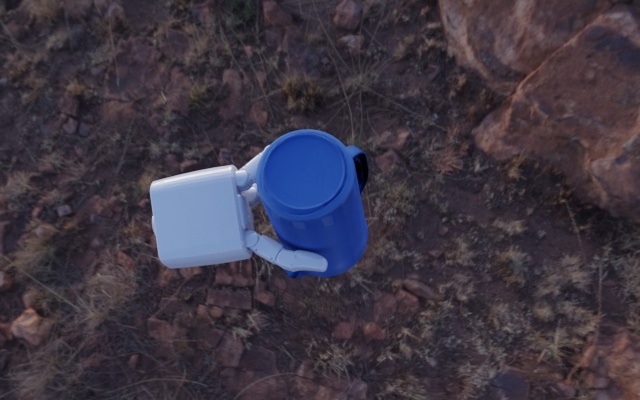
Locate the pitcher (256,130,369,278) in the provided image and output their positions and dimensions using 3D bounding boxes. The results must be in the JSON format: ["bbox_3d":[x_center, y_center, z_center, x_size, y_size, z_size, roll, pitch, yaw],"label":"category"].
[{"bbox_3d":[0.000,0.002,0.617,0.145,0.149,0.243,-8,-21,2],"label":"pitcher"}]
